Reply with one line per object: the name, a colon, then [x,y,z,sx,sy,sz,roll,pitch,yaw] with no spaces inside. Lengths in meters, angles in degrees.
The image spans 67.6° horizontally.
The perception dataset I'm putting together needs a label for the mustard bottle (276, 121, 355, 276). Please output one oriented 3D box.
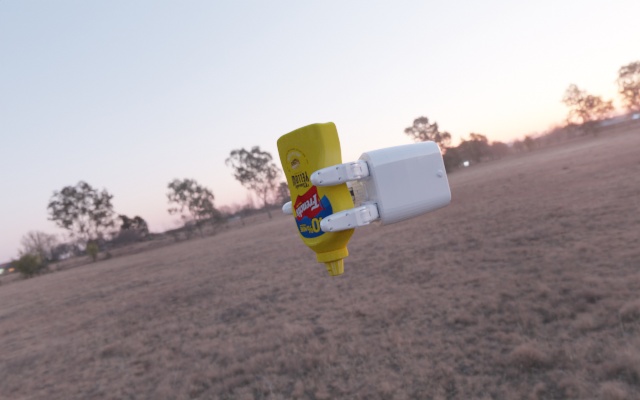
mustard bottle: [0.000,0.002,0.615,0.058,0.191,0.096,-13,0,-41]
